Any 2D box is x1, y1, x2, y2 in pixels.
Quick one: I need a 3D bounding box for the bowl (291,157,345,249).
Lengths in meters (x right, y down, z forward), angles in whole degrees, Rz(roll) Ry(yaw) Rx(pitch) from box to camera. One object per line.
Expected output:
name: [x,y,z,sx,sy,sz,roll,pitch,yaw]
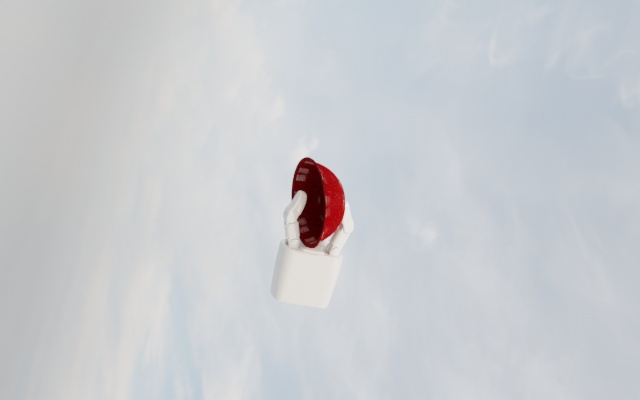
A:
bowl: [0.001,0.002,0.849,0.055,0.162,0.162,-4,1,-23]
